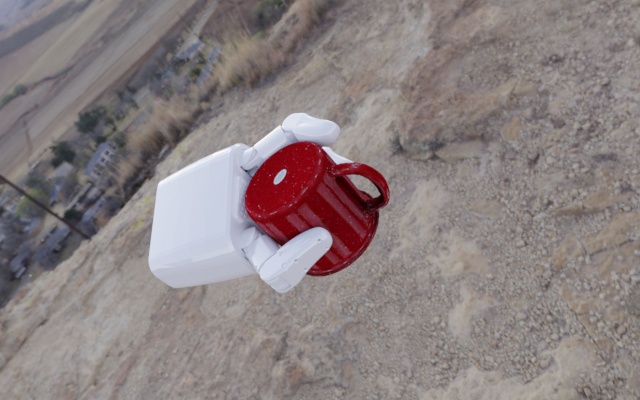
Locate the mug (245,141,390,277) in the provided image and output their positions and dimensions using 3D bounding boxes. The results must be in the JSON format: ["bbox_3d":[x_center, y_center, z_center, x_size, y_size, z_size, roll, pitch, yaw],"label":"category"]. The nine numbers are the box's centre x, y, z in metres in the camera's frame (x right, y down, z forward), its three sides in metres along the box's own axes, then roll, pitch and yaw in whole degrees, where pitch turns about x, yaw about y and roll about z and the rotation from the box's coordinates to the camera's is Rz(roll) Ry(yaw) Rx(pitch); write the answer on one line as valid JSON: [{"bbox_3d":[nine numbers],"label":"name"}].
[{"bbox_3d":[0.001,0.001,0.399,0.117,0.093,0.081,-18,-46,29],"label":"mug"}]
